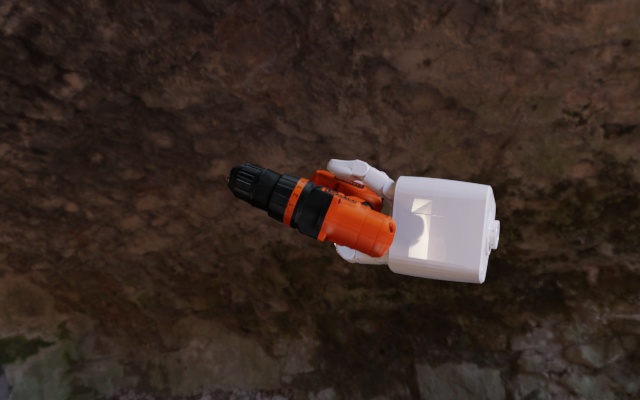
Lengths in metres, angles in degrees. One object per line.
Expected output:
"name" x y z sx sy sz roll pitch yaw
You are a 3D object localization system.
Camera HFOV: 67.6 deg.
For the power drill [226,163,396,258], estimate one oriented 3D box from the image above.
"power drill" 0.000 0.002 0.561 0.184 0.057 0.187 24 11 7
